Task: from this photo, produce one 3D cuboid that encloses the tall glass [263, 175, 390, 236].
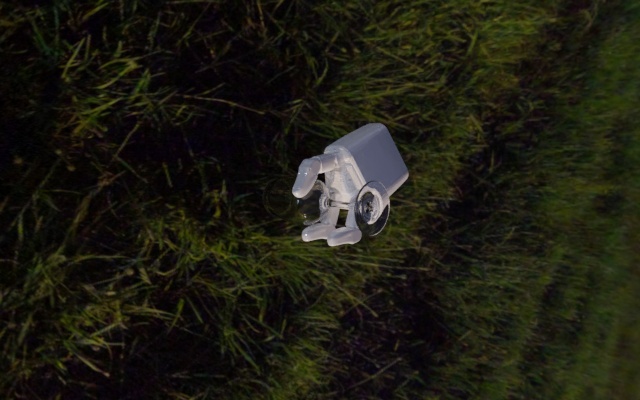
[{"bbox_3d":[0.000,0.002,0.706,0.201,0.079,0.079,6,4,44],"label":"tall glass"}]
